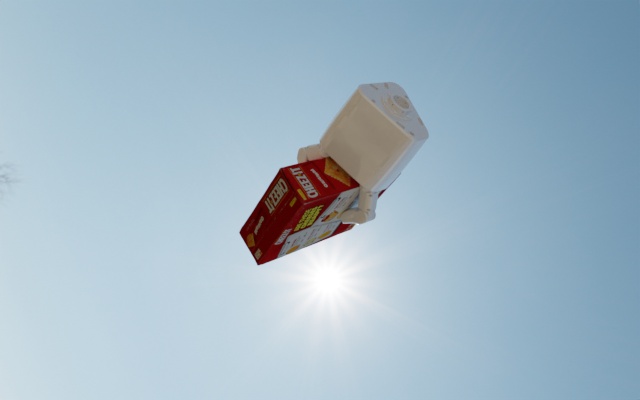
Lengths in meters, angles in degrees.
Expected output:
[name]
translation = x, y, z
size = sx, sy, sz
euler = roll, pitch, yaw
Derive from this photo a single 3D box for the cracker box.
[cracker box]
translation = 0.000, 0.003, 0.737
size = 0.213, 0.072, 0.164
euler = -17, -26, -42
